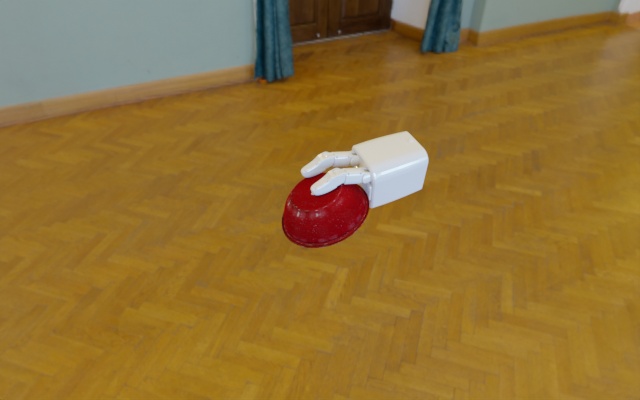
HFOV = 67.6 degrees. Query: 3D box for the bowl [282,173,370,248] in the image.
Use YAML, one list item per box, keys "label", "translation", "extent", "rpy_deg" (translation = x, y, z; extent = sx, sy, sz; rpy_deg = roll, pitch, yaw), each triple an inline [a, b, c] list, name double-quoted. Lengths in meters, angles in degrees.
- label: "bowl"
  translation: [-0.001, 0.003, 0.821]
  extent: [0.162, 0.162, 0.055]
  rpy_deg: [0, -43, 24]
